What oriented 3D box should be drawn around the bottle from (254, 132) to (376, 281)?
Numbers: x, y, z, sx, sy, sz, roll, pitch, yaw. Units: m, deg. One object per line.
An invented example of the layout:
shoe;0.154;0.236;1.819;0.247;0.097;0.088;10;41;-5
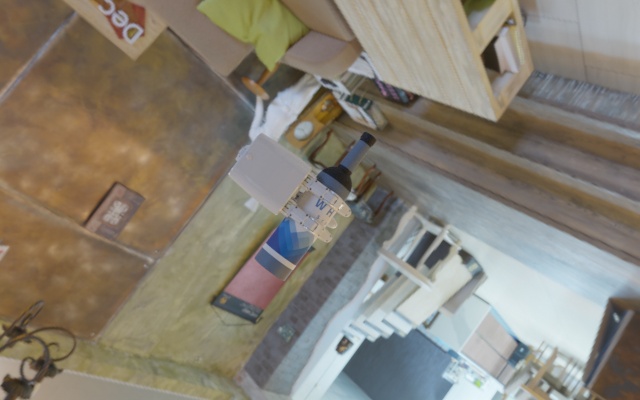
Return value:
bottle;0.000;0.003;0.838;0.069;0.295;0.069;37;-4;3
